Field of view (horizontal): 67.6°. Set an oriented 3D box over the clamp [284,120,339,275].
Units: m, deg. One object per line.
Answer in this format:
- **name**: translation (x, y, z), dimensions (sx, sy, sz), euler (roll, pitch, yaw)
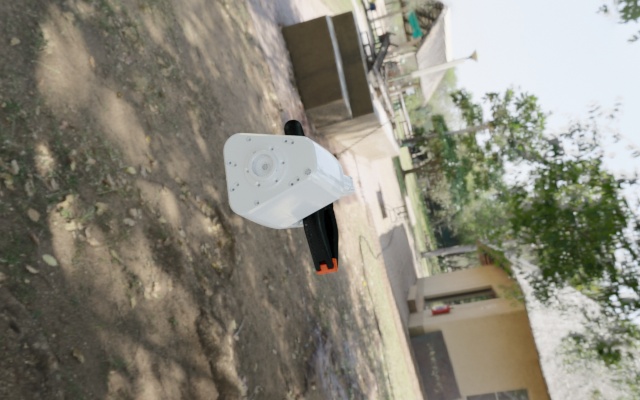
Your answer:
- **clamp**: translation (0.001, 0.003, 0.700), dimensions (0.036, 0.210, 0.164), euler (-14, -13, 17)
